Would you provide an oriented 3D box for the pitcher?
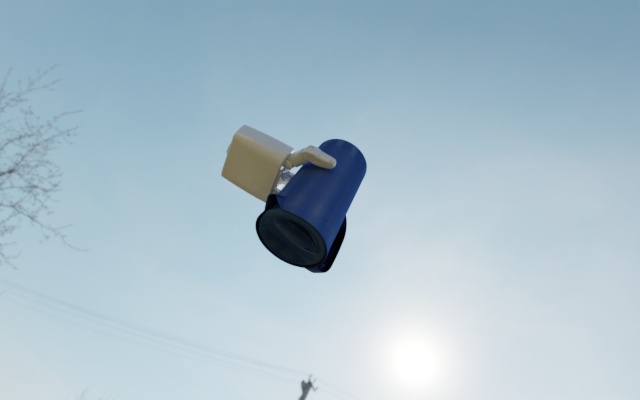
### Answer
[{"bbox_3d":[0.000,0.003,0.871,0.145,0.149,0.242,28,48,6],"label":"pitcher"}]
